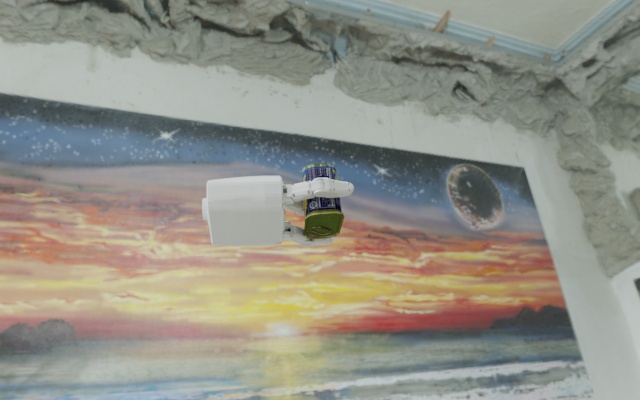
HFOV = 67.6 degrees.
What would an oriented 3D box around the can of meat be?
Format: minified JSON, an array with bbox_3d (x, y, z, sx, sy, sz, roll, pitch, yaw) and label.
[{"bbox_3d":[0.000,0.002,0.735,0.057,0.084,0.102,-4,-25,-6],"label":"can of meat"}]
